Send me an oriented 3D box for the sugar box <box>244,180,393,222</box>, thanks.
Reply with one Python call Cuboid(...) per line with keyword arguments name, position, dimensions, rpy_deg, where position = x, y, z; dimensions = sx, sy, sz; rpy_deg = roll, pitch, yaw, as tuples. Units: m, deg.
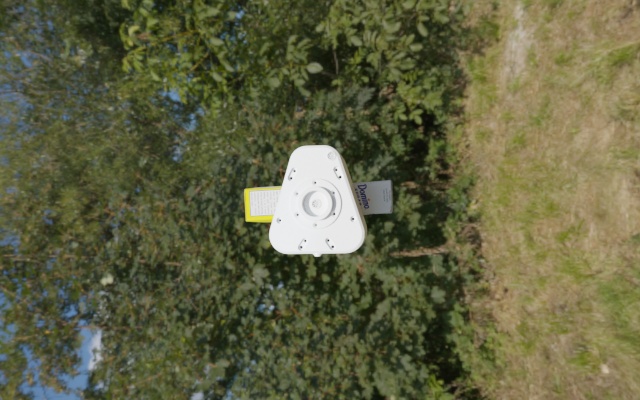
Cuboid(name="sugar box", position=(0.000, 0.003, 0.606), dimensions=(0.176, 0.048, 0.093), rpy_deg=(-1, -1, 4))
